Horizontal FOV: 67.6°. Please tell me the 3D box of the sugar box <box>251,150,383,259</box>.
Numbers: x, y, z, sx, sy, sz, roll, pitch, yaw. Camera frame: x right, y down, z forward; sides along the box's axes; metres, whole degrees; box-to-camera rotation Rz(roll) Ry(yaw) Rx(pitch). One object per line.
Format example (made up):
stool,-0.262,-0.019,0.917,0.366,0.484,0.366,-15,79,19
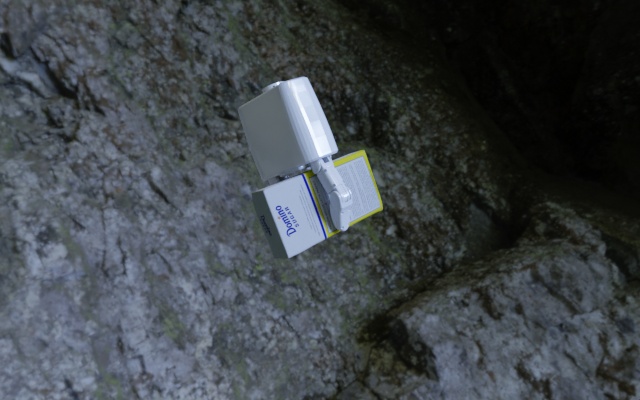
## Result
sugar box,0.000,0.002,0.645,0.176,0.093,0.048,-23,7,-32
